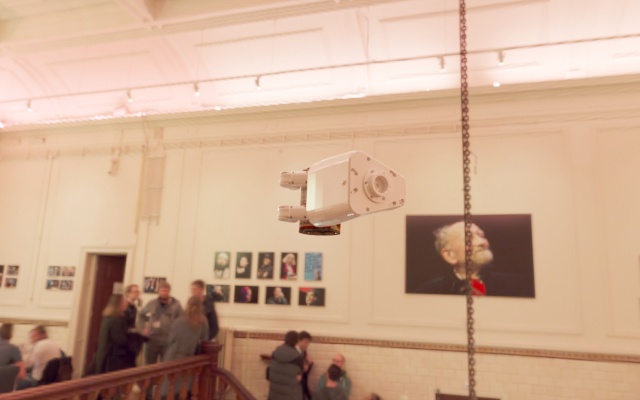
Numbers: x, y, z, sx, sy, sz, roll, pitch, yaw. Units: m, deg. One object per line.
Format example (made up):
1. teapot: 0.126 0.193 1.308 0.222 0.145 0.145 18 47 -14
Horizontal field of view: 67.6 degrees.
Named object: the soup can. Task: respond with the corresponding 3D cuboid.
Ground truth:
1. soup can: 0.000 0.002 0.772 0.068 0.102 0.068 2 -11 0
